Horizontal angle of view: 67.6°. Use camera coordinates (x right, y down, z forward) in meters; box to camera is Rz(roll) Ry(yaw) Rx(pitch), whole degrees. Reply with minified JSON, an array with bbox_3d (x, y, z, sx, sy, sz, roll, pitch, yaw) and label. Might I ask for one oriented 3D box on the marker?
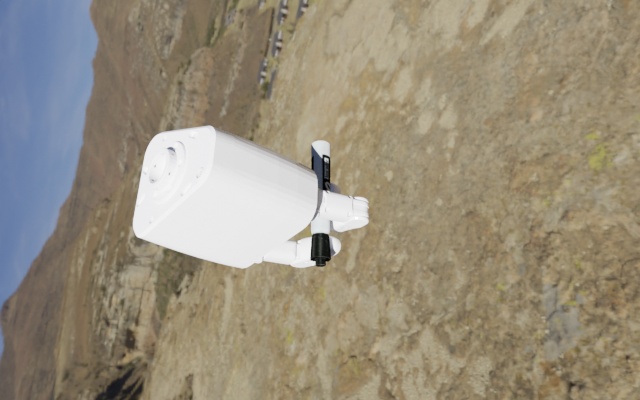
[{"bbox_3d":[0.000,0.001,0.440,0.020,0.121,0.020,0,-23,0],"label":"marker"}]
